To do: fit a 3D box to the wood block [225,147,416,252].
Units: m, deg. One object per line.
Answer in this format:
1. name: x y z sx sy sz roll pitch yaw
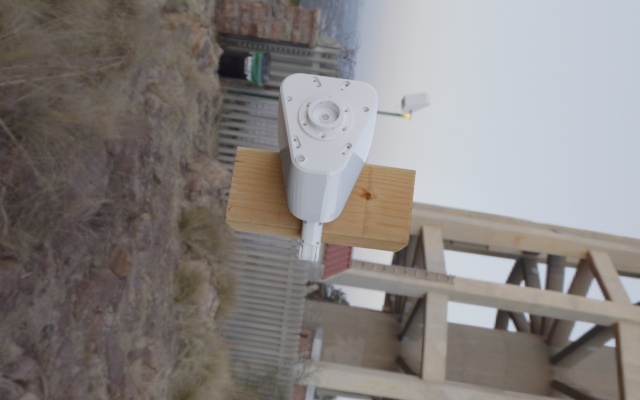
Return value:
1. wood block: 0.000 0.002 0.577 0.206 0.091 0.090 8 -11 1
